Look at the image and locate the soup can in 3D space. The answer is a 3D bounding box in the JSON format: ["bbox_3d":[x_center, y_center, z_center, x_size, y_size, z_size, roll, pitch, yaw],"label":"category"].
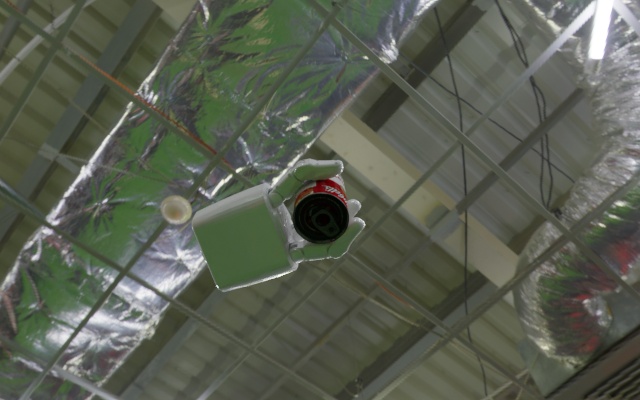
[{"bbox_3d":[0.001,0.002,0.611,0.068,0.068,0.102,0,24,0],"label":"soup can"}]
